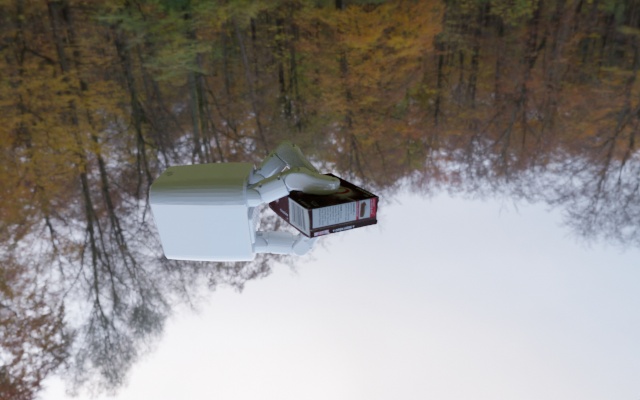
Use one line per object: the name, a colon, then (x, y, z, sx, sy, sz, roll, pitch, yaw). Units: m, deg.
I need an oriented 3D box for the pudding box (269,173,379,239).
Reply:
pudding box: (0.000, 0.002, 0.557, 0.090, 0.039, 0.113, -11, 24, -26)
